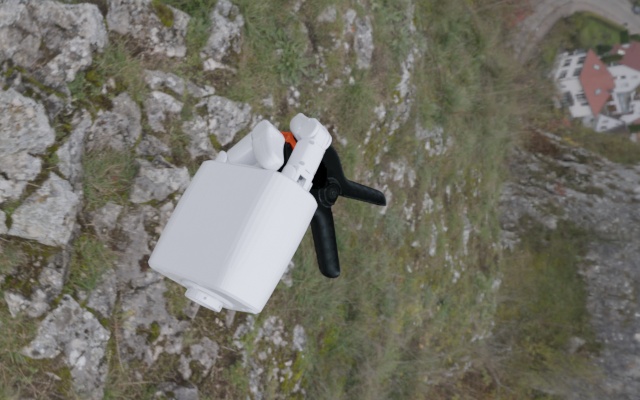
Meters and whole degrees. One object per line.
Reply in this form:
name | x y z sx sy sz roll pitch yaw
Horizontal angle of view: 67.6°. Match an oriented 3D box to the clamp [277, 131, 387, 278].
clamp | 0.000 0.001 0.505 0.039 0.120 0.171 0 -33 47
